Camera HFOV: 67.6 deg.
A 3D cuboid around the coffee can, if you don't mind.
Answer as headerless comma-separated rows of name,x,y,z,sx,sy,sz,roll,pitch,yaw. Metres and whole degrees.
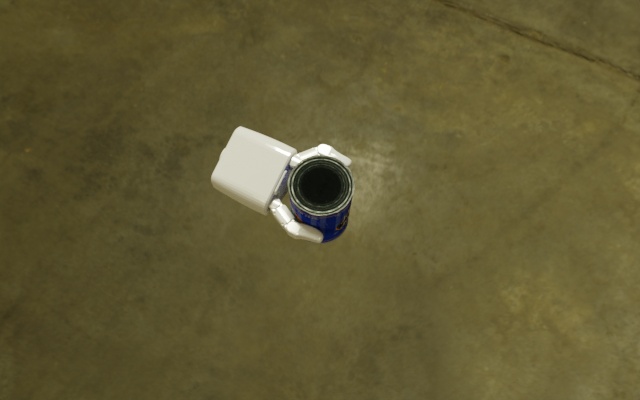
coffee can,0.000,0.003,0.788,0.103,0.102,0.140,0,-23,-1
